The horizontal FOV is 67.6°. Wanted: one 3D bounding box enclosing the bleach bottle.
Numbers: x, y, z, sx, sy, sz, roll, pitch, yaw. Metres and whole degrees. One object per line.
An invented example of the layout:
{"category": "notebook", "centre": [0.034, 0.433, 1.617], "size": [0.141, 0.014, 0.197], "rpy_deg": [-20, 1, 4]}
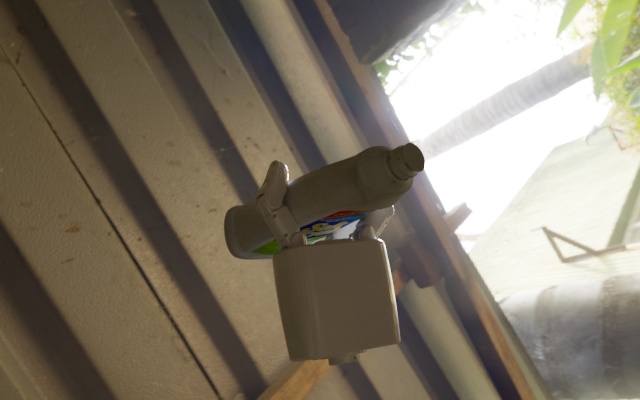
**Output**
{"category": "bleach bottle", "centre": [0.000, 0.002, 0.506], "size": [0.102, 0.068, 0.251], "rpy_deg": [4, -22, -39]}
